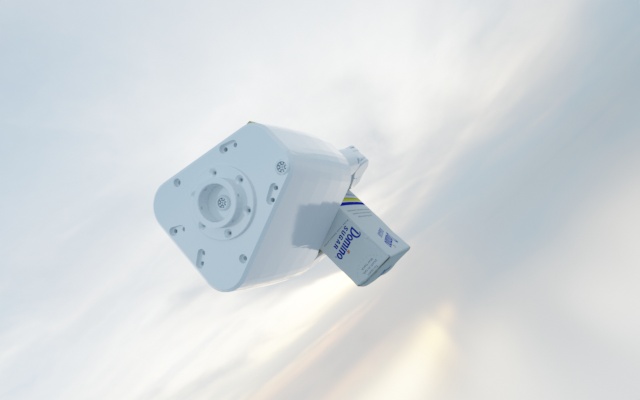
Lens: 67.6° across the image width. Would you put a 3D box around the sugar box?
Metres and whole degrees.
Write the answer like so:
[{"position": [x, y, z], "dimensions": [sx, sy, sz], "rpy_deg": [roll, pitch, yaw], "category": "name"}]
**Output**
[{"position": [0.000, 0.002, 0.451], "dimensions": [0.176, 0.048, 0.093], "rpy_deg": [47, 15, 16], "category": "sugar box"}]
